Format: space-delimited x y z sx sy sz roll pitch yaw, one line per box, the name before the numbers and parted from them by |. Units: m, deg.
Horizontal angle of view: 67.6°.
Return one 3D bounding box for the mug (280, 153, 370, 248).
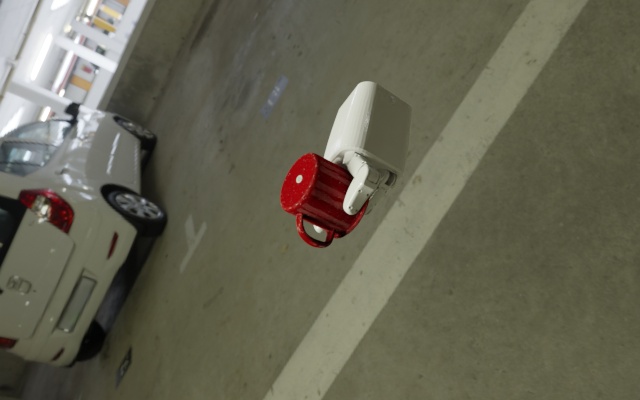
mug | 0.000 0.003 0.602 0.081 0.117 0.093 26 -25 -28
